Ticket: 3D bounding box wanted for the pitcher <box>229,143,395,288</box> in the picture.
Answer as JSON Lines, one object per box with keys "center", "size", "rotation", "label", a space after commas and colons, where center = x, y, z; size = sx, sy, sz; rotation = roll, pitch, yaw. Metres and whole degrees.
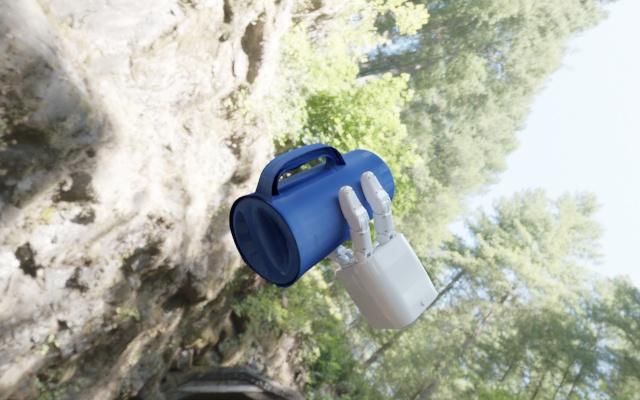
{"center": [0.000, 0.002, 0.684], "size": [0.242, 0.145, 0.149], "rotation": [-31, -4, -41], "label": "pitcher"}
